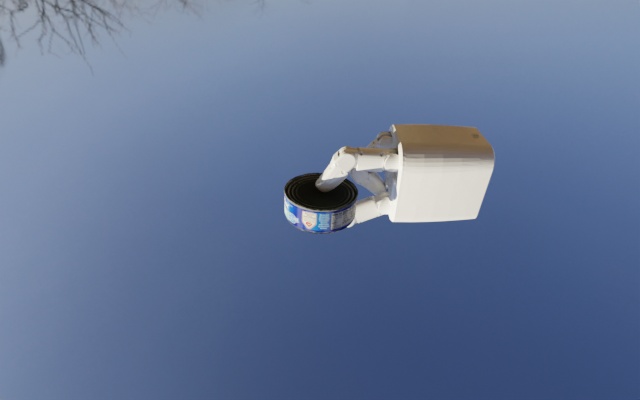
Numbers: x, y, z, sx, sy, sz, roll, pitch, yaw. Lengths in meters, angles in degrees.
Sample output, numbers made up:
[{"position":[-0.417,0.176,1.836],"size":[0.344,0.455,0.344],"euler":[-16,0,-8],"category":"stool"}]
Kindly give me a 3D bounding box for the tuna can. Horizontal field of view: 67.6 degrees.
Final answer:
[{"position":[0.000,0.002,0.560],"size":[0.086,0.034,0.086],"euler":[2,32,-1],"category":"tuna can"}]
